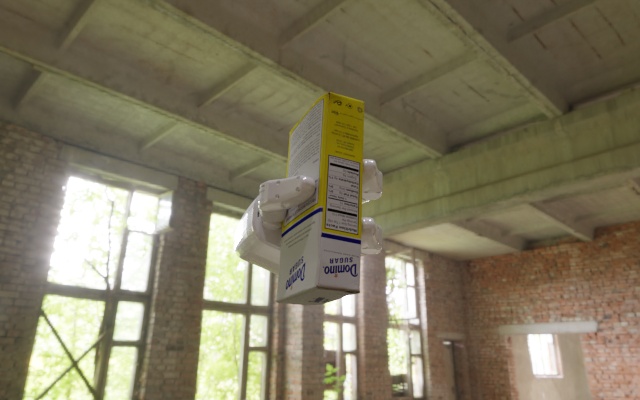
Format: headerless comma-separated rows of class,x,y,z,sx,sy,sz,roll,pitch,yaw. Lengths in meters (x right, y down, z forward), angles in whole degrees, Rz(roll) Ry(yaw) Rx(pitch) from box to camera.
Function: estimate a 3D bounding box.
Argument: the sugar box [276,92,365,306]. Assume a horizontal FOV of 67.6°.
sugar box,0.001,0.001,0.433,0.048,0.176,0.093,10,-21,-23
